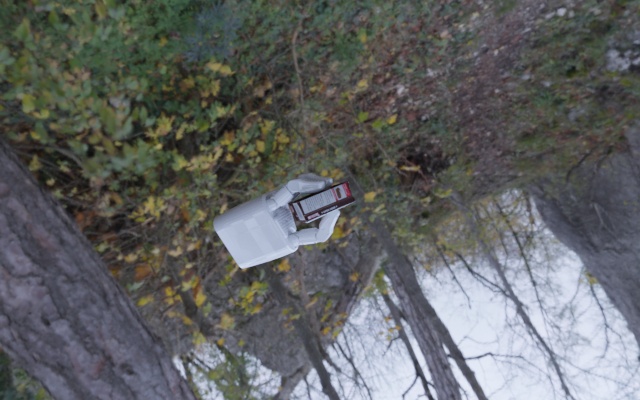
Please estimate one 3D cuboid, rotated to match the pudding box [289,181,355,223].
[{"bbox_3d":[0.000,0.003,0.792,0.090,0.039,0.113,-23,5,-10],"label":"pudding box"}]
